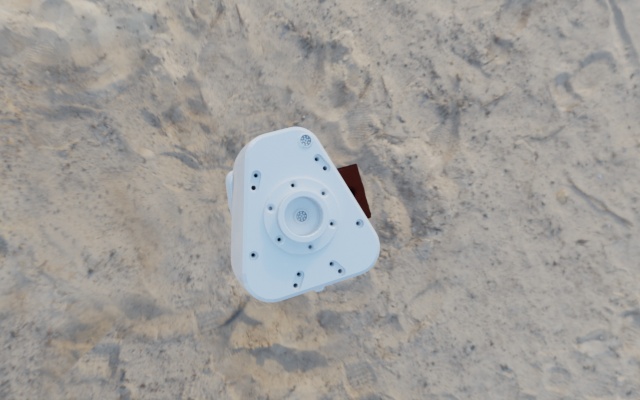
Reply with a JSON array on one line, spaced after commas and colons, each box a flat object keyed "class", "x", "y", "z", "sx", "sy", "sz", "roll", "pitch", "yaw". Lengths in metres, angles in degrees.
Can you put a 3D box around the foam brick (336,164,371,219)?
[{"class": "foam brick", "x": 0.000, "y": 0.001, "z": 0.447, "sx": 0.078, "sy": 0.053, "sz": 0.051, "roll": -16, "pitch": 1, "yaw": -12}]
